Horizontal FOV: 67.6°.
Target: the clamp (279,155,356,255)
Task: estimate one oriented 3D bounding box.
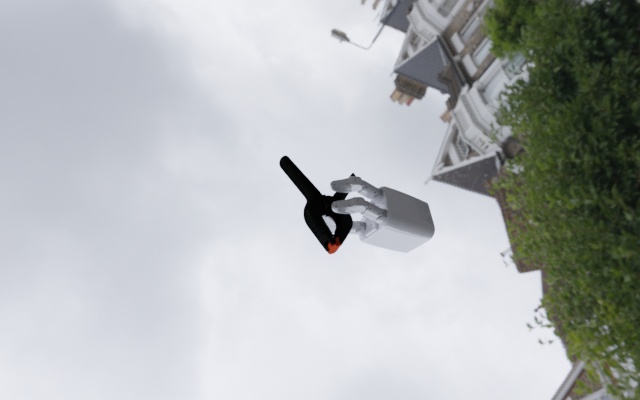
[{"bbox_3d":[0.000,0.004,0.872,0.164,0.209,0.036,17,-47,-19],"label":"clamp"}]
